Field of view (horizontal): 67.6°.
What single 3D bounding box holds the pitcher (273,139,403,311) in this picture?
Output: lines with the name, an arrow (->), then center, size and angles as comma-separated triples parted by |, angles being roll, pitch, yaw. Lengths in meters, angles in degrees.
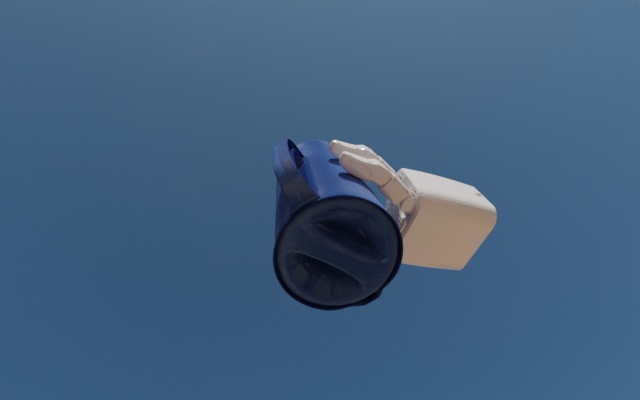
pitcher -> 0.000, 0.002, 0.578 | 0.145, 0.149, 0.242 | 9, 23, -12
